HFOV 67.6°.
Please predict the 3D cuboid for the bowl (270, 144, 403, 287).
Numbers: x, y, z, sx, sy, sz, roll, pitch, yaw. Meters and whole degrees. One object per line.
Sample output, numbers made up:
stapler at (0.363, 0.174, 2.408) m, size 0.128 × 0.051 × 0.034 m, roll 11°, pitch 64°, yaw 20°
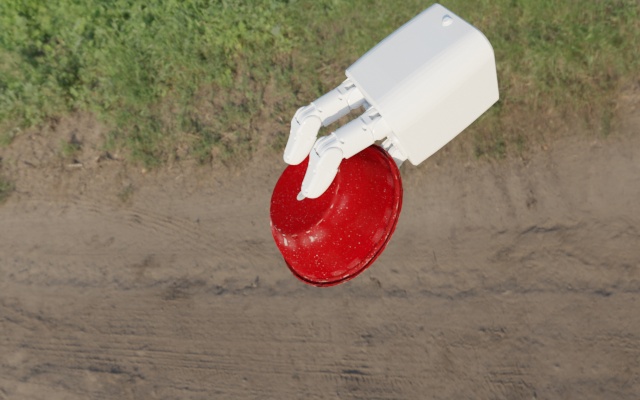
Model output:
bowl at (-0.001, 0.003, 0.481) m, size 0.162 × 0.162 × 0.055 m, roll 0°, pitch -22°, yaw 44°
